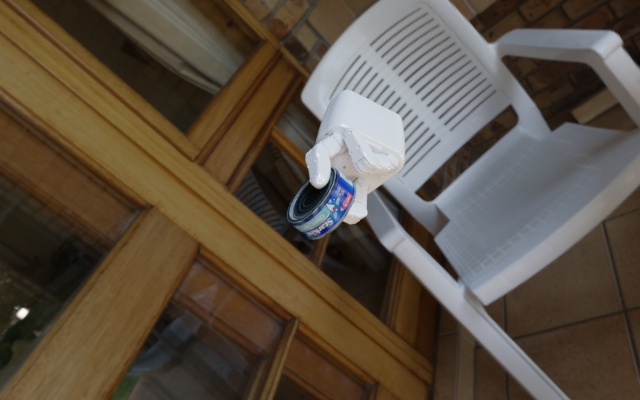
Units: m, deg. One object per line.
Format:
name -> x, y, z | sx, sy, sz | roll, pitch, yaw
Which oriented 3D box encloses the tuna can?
tuna can -> 0.000, 0.002, 0.566 | 0.034, 0.086, 0.086 | 39, -19, -24
